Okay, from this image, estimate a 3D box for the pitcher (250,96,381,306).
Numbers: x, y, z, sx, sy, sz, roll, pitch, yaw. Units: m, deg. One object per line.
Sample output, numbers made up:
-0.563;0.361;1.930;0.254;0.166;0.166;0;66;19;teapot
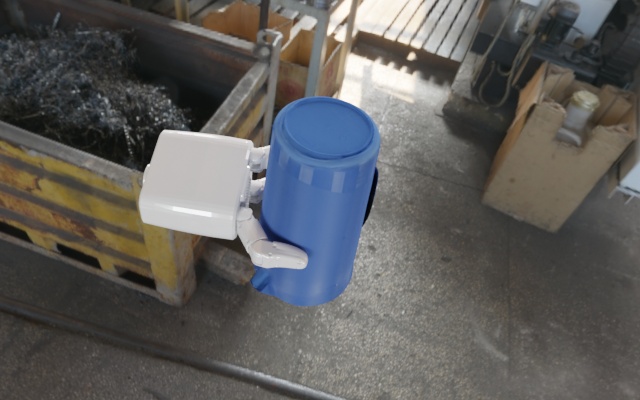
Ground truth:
0.000;0.002;0.558;0.145;0.149;0.243;9;-42;-2;pitcher
